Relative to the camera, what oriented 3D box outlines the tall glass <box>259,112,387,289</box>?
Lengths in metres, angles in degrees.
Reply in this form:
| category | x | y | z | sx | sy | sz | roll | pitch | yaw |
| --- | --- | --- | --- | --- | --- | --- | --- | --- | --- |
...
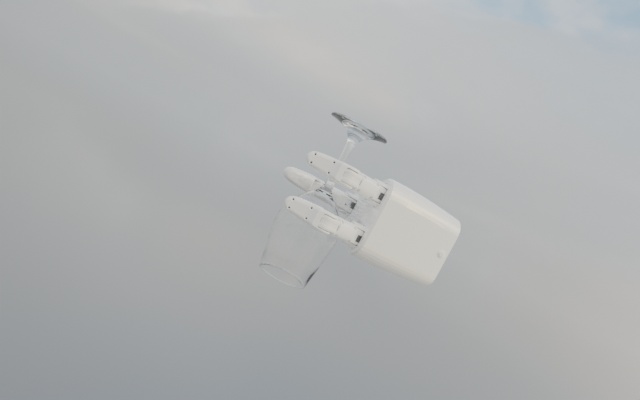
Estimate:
| category | x | y | z | sx | sy | sz | roll | pitch | yaw |
| --- | --- | --- | --- | --- | --- | --- | --- | --- | --- |
| tall glass | 0.000 | 0.001 | 0.567 | 0.079 | 0.201 | 0.079 | 28 | 2 | -1 |
